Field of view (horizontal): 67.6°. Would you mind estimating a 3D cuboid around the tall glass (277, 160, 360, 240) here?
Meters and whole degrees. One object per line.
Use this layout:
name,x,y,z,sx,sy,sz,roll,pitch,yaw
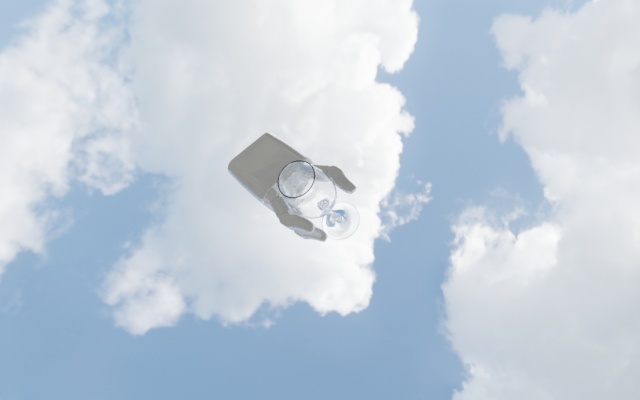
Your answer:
tall glass,0.001,0.003,0.792,0.079,0.079,0.201,0,-20,23
